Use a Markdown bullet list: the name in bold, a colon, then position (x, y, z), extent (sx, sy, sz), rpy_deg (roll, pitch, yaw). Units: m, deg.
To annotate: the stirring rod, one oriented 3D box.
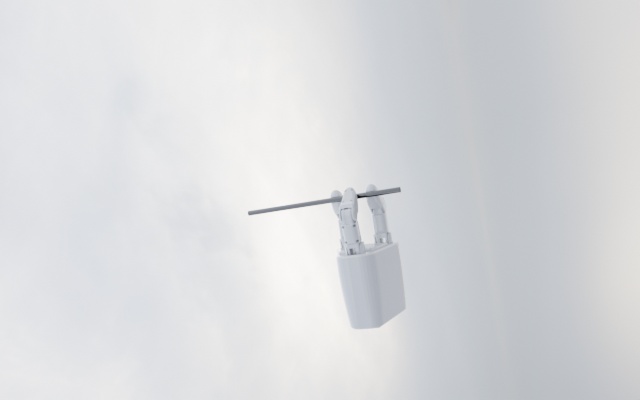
- **stirring rod**: position (0.000, 0.002, 0.713), extent (0.239, 0.011, 0.011), rpy_deg (-9, -3, 18)
